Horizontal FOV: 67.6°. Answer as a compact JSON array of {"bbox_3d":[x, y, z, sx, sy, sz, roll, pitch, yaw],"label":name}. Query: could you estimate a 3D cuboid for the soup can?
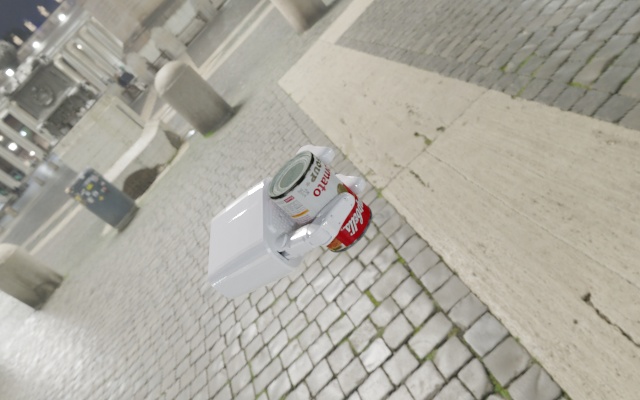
[{"bbox_3d":[0.000,0.001,0.530,0.102,0.068,0.068,43,-22,-26],"label":"soup can"}]
